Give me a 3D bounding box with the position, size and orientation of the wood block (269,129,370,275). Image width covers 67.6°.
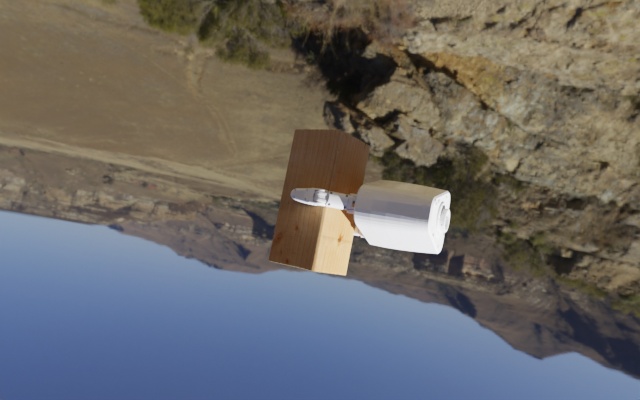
[{"bbox_3d":[0.000,0.003,0.735,0.090,0.206,0.091,7,-7,37],"label":"wood block"}]
